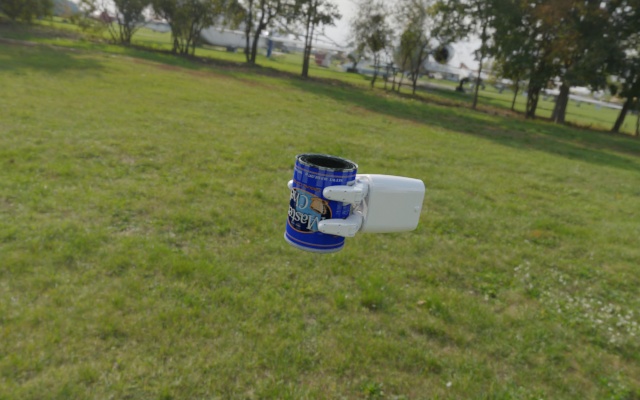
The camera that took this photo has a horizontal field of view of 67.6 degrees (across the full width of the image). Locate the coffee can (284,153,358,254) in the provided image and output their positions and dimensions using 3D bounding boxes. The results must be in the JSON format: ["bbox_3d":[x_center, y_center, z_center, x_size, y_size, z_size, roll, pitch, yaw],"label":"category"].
[{"bbox_3d":[0.000,0.003,0.786,0.103,0.140,0.102,8,17,-3],"label":"coffee can"}]
